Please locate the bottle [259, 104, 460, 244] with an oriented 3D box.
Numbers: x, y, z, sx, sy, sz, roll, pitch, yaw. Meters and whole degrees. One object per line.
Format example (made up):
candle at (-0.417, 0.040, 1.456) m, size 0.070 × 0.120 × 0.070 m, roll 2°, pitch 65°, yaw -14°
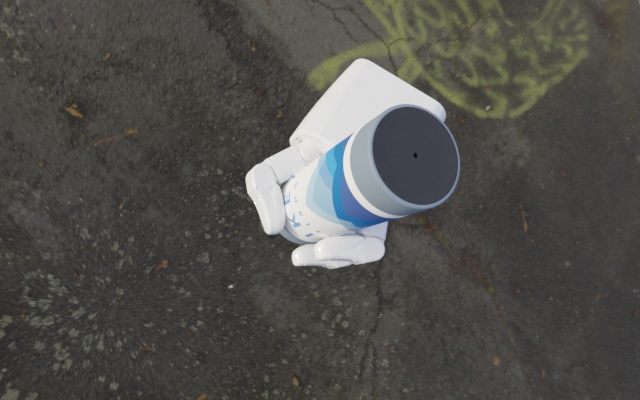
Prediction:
bottle at (0.000, 0.001, 0.420) m, size 0.069 × 0.069 × 0.296 m, roll 0°, pitch -11°, yaw -24°
